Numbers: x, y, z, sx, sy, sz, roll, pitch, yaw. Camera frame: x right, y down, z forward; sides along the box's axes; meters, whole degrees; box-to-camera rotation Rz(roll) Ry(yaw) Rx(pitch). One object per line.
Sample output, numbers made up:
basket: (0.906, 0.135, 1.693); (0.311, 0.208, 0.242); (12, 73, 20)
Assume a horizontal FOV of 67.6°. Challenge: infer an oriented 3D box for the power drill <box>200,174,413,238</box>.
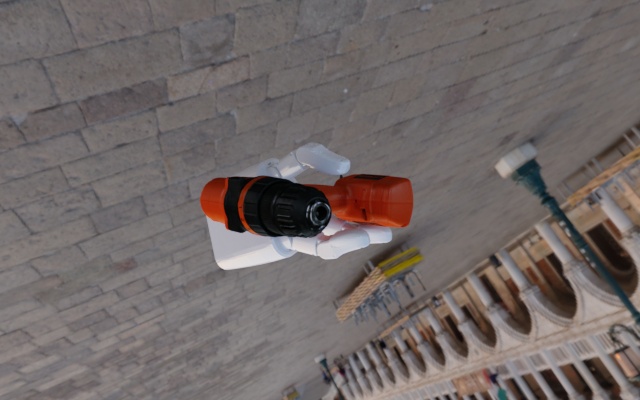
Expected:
power drill: (0.000, 0.002, 0.462); (0.187, 0.057, 0.184); (0, 5, -37)
